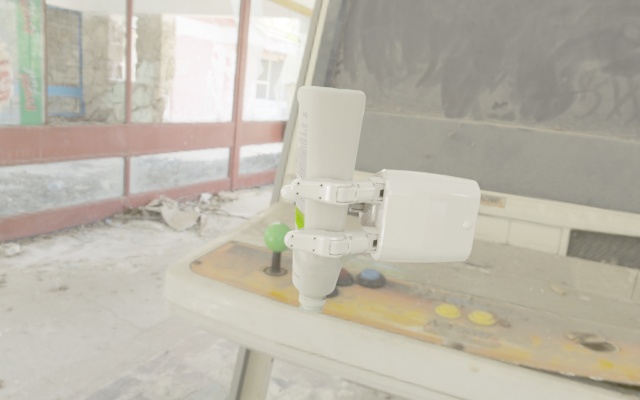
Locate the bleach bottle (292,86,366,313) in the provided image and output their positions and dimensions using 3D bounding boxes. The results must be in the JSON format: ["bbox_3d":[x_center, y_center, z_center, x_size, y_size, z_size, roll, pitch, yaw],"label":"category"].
[{"bbox_3d":[0.000,0.002,0.539,0.068,0.251,0.102,4,13,-10],"label":"bleach bottle"}]
